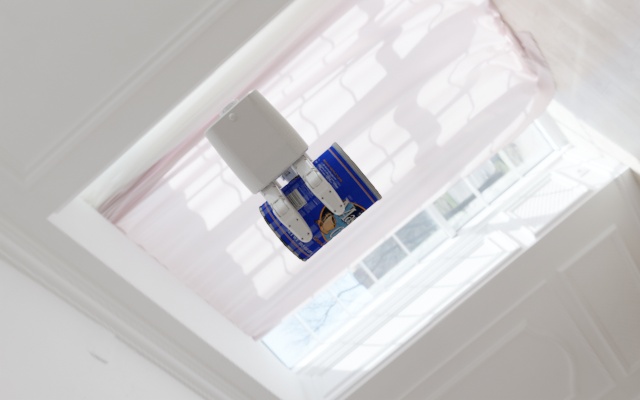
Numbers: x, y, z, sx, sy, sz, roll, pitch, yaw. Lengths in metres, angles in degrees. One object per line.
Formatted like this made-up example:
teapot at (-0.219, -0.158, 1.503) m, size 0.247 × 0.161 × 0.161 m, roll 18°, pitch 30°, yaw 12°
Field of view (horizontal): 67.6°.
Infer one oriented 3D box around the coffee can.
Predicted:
coffee can at (0.000, 0.002, 0.668) m, size 0.140 × 0.103 × 0.103 m, roll -40°, pitch -3°, yaw 4°
